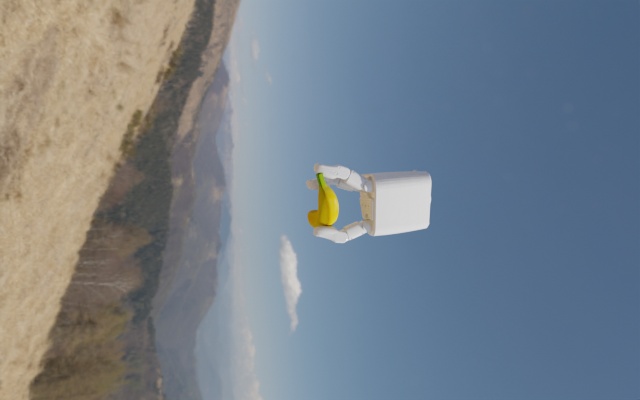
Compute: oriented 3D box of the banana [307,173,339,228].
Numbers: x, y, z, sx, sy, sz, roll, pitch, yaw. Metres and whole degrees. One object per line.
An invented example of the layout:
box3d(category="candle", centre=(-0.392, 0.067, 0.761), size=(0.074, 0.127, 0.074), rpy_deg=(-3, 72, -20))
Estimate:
box3d(category="banana", centre=(0.005, 0.019, 0.864), size=(0.037, 0.069, 0.198), rpy_deg=(-9, -21, -12))
